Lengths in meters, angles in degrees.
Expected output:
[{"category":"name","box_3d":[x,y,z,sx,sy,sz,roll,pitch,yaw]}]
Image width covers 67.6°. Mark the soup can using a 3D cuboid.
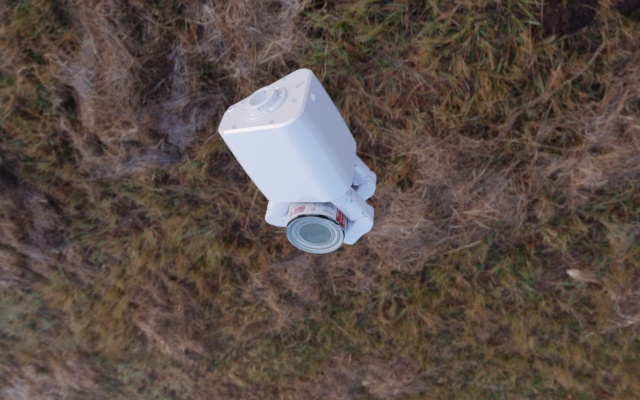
[{"category":"soup can","box_3d":[0.000,0.002,0.558,0.068,0.102,0.069,5,-42,5]}]
